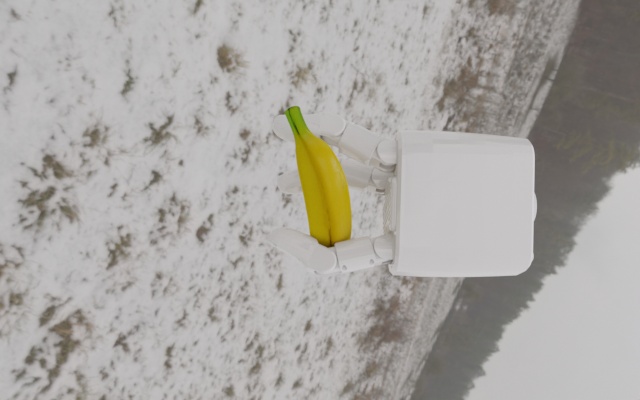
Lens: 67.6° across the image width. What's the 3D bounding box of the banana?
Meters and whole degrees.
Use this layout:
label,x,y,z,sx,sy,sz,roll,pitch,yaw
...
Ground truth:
label,x,y,z,sx,sy,sz,roll,pitch,yaw
banana,0.004,0.013,0.412,0.037,0.069,0.198,-13,-40,-6
